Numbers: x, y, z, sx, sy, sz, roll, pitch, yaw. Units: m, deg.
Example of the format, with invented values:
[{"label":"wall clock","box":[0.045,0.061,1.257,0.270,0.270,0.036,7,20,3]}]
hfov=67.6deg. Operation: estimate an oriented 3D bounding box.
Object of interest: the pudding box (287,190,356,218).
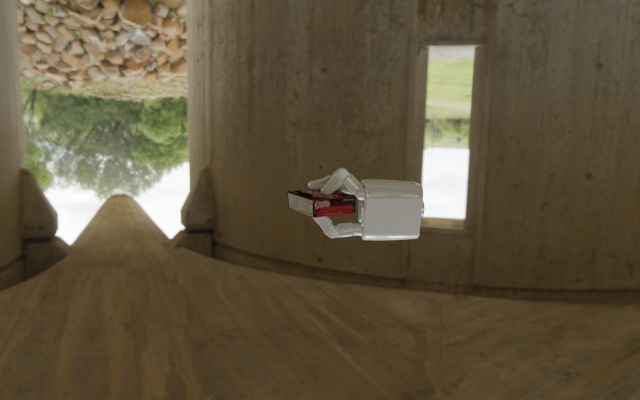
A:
[{"label":"pudding box","box":[0.000,0.003,0.892,0.090,0.039,0.113,-4,8,-28]}]
